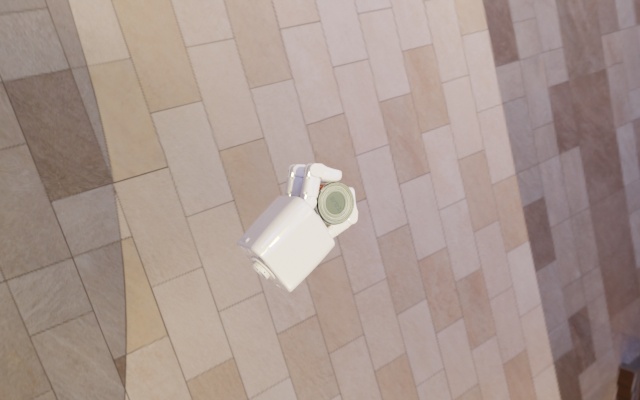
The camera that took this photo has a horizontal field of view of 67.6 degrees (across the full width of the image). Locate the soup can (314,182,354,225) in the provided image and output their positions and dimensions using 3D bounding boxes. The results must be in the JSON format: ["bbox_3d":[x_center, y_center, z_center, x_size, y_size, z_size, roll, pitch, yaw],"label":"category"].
[{"bbox_3d":[0.001,0.002,0.772,0.068,0.068,0.102,0,2,-29],"label":"soup can"}]
